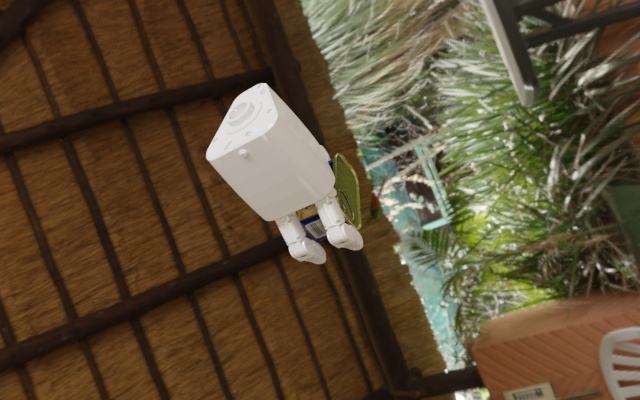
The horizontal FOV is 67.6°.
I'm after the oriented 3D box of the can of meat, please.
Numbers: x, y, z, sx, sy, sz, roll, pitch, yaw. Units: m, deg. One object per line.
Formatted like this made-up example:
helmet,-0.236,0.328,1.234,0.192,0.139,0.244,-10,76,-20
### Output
can of meat,0.000,0.002,0.597,0.084,0.102,0.057,-23,-47,23
